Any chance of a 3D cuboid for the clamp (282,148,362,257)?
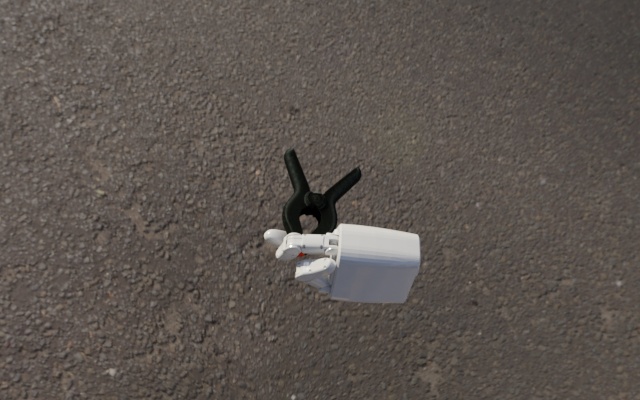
[{"bbox_3d":[0.000,0.002,0.692,0.120,0.171,0.039,5,-29,-3],"label":"clamp"}]
